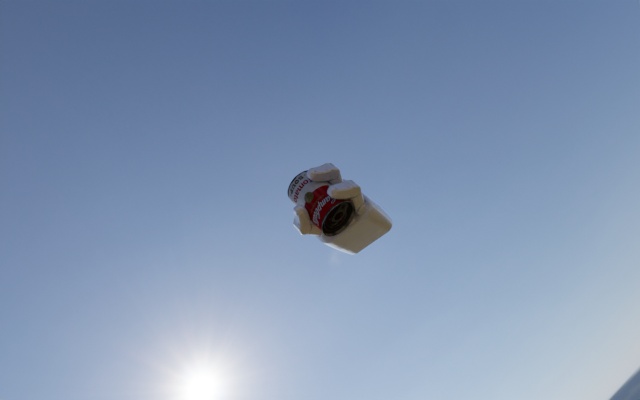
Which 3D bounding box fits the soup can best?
[{"bbox_3d":[0.000,0.002,0.793,0.068,0.068,0.102,0,33,-45],"label":"soup can"}]
